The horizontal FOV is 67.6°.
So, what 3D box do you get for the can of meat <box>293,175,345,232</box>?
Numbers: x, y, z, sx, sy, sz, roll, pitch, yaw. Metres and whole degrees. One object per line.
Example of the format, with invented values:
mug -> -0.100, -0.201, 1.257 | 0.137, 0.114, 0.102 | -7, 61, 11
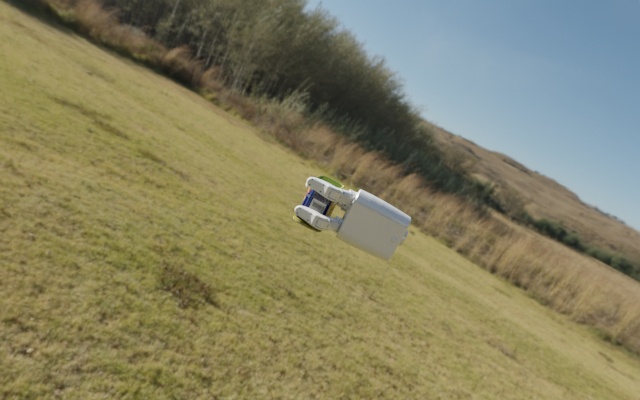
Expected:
can of meat -> 0.000, 0.003, 0.882 | 0.057, 0.084, 0.102 | 28, 12, 7
